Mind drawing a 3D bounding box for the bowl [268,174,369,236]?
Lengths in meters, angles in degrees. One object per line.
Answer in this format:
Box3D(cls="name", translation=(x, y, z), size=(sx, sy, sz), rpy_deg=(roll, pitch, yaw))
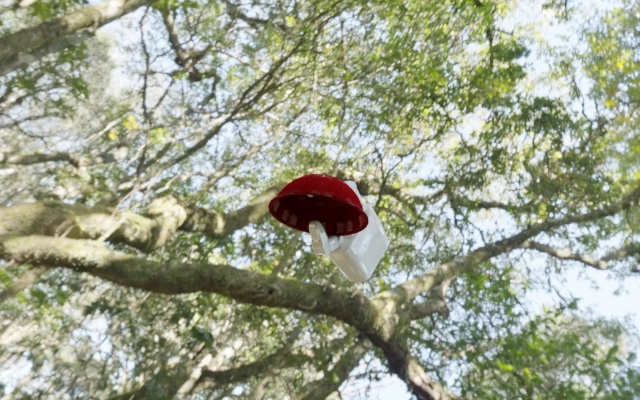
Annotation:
Box3D(cls="bowl", translation=(0.000, 0.002, 0.768), size=(0.162, 0.055, 0.162), rpy_deg=(8, -24, 4))
